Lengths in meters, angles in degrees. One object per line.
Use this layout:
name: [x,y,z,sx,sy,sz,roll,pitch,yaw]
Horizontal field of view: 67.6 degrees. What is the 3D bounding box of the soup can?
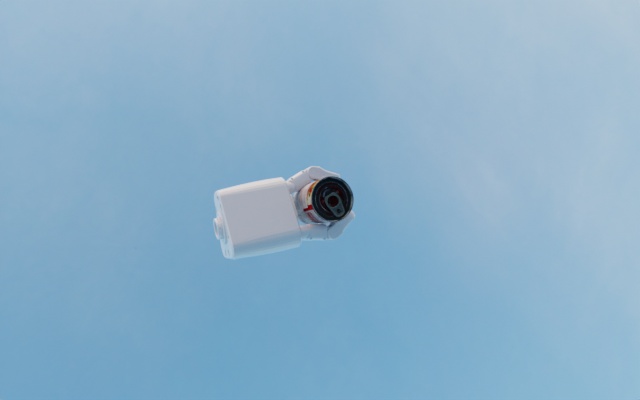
soup can: [0.000,0.002,0.749,0.068,0.068,0.102,0,-5,-21]
